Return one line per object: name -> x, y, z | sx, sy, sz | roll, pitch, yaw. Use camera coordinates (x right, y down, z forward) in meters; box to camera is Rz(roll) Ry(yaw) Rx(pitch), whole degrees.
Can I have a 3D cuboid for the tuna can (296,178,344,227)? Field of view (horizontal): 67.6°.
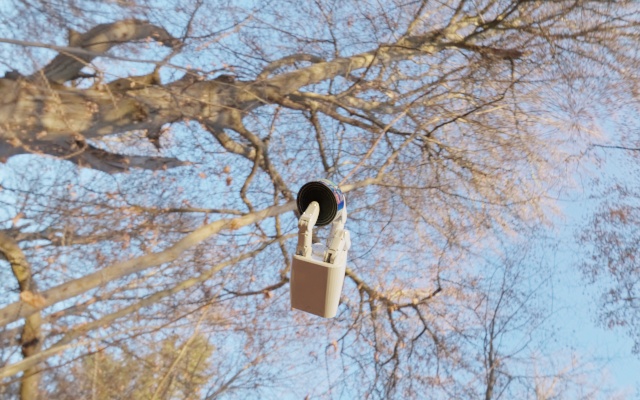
tuna can -> 0.000, 0.003, 0.882 | 0.086, 0.086, 0.033 | 0, 14, 29
